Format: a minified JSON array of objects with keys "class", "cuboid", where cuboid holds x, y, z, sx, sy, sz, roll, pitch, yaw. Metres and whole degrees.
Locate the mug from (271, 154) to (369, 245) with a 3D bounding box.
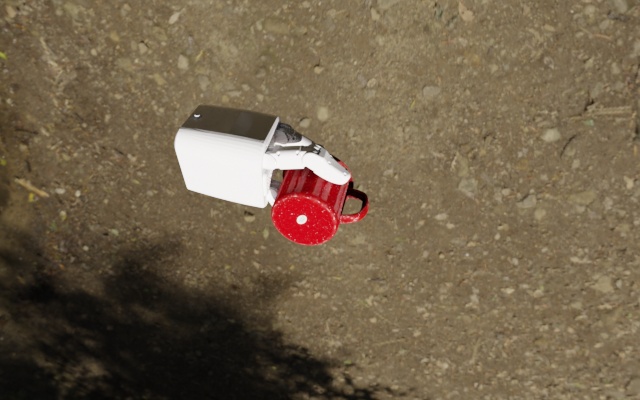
[{"class":"mug","cuboid":[0.001,0.002,0.580,0.117,0.093,0.081,11,41,7]}]
